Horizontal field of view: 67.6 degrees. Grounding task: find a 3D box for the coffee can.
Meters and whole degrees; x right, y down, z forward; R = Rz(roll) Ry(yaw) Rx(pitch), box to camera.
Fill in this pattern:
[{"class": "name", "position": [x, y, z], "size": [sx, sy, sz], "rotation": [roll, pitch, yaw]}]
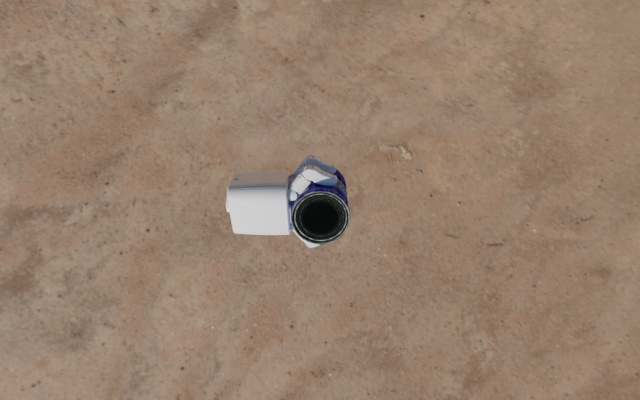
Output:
[{"class": "coffee can", "position": [0.000, 0.003, 0.883], "size": [0.103, 0.103, 0.140], "rotation": [0, 24, 0]}]
